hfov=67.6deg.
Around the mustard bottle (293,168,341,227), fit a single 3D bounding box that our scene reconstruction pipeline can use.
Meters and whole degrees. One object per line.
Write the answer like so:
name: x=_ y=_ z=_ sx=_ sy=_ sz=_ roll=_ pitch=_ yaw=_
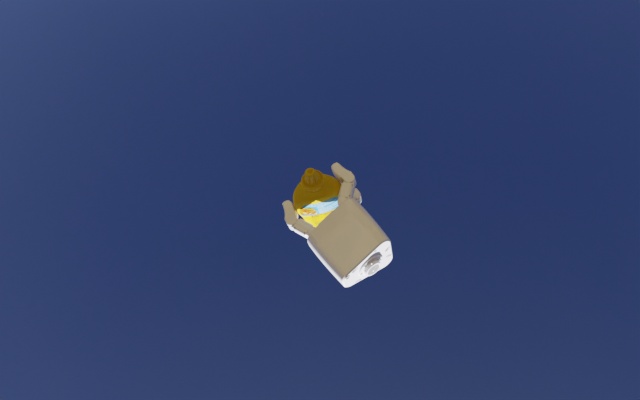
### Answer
mustard bottle: x=0.000 y=0.003 z=0.893 sx=0.096 sy=0.058 sz=0.192 roll=-15 pitch=-34 yaw=3
